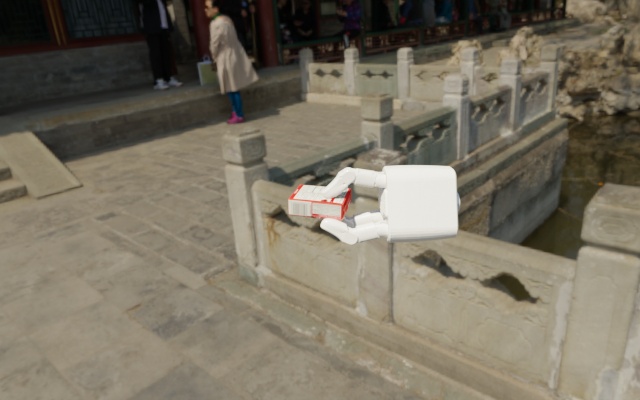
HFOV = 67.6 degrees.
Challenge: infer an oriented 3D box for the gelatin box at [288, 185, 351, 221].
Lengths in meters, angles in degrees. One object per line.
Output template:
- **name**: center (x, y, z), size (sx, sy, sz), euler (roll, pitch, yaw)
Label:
- **gelatin box**: center (0.000, 0.002, 0.758), size (0.089, 0.030, 0.073), euler (6, 21, 11)
